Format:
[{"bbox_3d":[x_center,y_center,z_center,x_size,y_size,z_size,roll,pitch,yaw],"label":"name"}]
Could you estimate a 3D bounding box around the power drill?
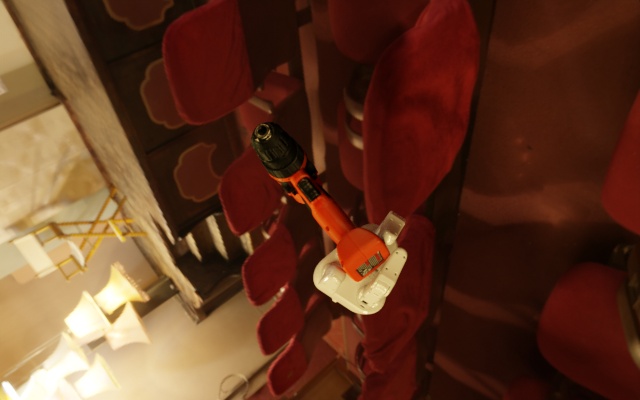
[{"bbox_3d":[0.000,0.002,0.573,0.057,0.187,0.184,-39,-25,1],"label":"power drill"}]
